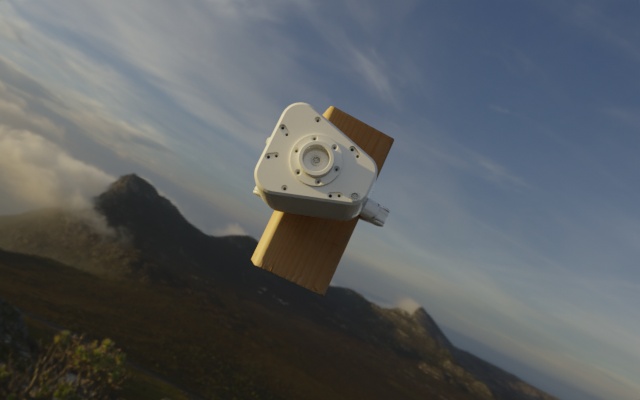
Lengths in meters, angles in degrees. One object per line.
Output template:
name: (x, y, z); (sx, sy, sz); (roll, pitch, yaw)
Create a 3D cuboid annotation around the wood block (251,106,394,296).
wood block: (0.000, 0.002, 0.597); (0.091, 0.206, 0.090); (27, -7, -9)
